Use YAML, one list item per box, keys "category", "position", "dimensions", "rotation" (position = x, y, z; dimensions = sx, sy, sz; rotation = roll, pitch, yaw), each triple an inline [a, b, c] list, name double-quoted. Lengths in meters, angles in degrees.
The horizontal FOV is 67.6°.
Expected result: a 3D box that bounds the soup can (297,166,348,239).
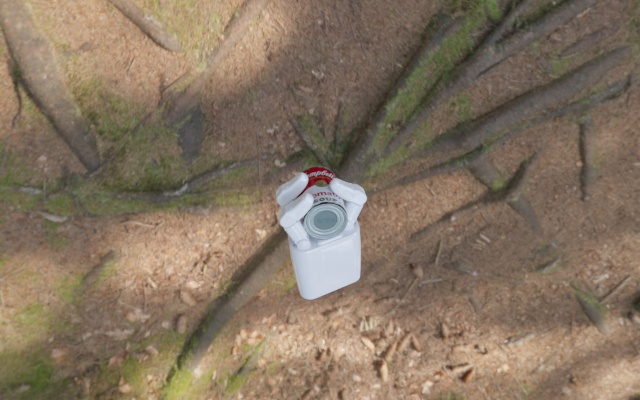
- category: "soup can"
  position: [0.000, 0.002, 0.725]
  dimensions: [0.068, 0.068, 0.102]
  rotation: [0, 35, -10]
